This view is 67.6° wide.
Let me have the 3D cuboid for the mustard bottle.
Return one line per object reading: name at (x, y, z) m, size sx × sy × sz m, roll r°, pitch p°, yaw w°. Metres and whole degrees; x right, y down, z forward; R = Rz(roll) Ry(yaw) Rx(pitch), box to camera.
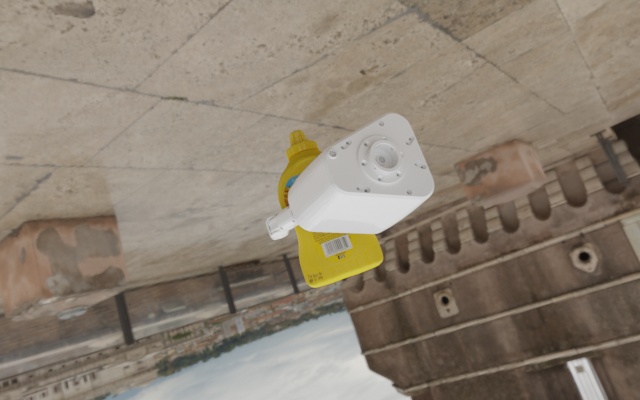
mustard bottle at (0.000, 0.002, 0.584) m, size 0.096 × 0.191 × 0.058 m, roll -20°, pitch -12°, yaw 0°
